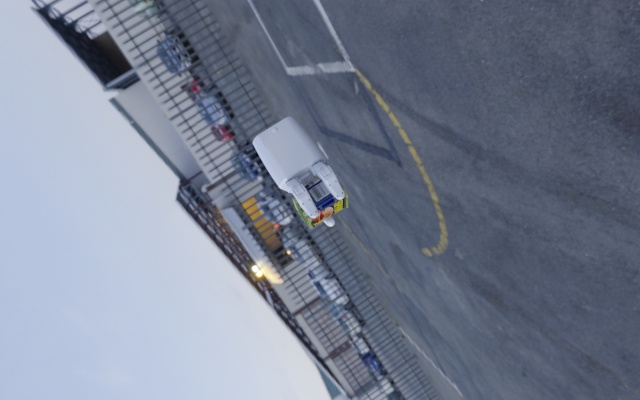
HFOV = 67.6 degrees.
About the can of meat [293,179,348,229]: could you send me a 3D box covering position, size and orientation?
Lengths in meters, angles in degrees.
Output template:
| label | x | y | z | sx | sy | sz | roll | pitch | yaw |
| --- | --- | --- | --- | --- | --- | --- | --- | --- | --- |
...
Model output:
| label | x | y | z | sx | sy | sz | roll | pitch | yaw |
| --- | --- | --- | --- | --- | --- | --- | --- | --- | --- |
| can of meat | 0.000 | 0.003 | 0.863 | 0.084 | 0.057 | 0.102 | -33 | -14 | -6 |
